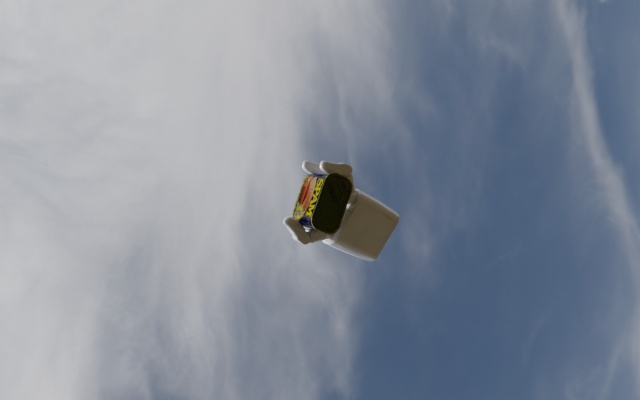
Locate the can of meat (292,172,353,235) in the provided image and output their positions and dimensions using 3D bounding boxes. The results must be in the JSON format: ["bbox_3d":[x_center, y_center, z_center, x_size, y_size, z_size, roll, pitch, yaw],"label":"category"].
[{"bbox_3d":[0.000,0.003,0.834,0.057,0.102,0.084,23,-8,-29],"label":"can of meat"}]
